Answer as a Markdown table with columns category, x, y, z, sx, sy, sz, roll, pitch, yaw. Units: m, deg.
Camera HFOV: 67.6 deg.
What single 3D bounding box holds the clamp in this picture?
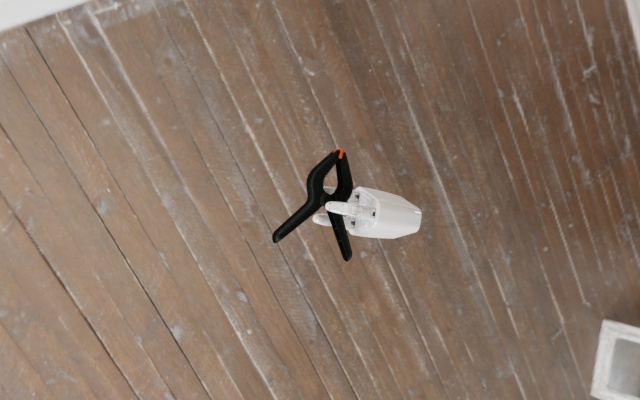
| category | x | y | z | sx | sy | sz | roll | pitch | yaw |
| --- | --- | --- | --- | --- | --- | --- | --- | --- | --- |
| clamp | 0.001 | 0.002 | 0.891 | 0.164 | 0.210 | 0.036 | 9 | -1 | -25 |
